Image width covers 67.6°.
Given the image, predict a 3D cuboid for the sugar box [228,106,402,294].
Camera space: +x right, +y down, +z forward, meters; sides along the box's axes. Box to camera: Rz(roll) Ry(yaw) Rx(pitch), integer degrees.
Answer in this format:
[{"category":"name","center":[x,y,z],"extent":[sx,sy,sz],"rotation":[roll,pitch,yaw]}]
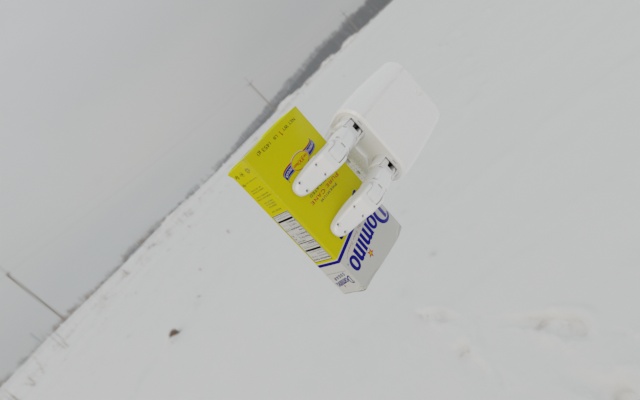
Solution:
[{"category":"sugar box","center":[0.000,0.001,0.486],"extent":[0.048,0.176,0.093],"rotation":[-28,20,54]}]
